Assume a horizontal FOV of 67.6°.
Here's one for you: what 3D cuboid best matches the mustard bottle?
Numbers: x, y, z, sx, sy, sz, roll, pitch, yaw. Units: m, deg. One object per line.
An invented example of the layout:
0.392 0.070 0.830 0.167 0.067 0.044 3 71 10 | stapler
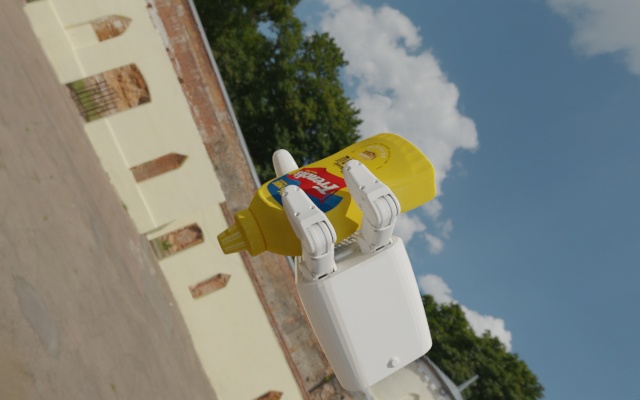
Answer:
0.000 0.001 0.428 0.191 0.058 0.096 -24 38 -16 | mustard bottle
